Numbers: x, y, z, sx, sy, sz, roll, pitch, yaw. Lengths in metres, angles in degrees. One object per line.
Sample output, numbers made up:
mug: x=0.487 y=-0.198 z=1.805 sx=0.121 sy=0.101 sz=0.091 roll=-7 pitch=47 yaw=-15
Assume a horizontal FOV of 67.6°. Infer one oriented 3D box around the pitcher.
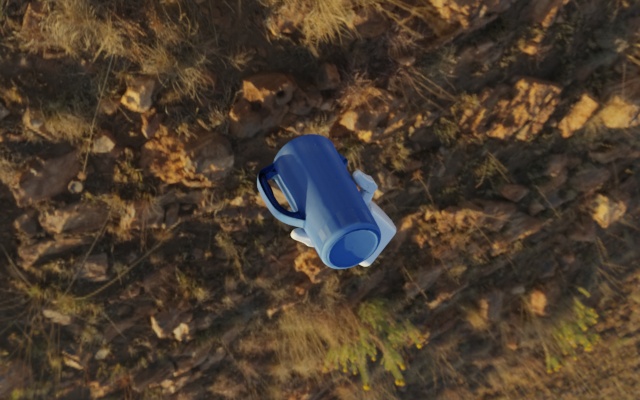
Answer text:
pitcher: x=0.000 y=0.003 z=0.849 sx=0.149 sy=0.242 sz=0.145 roll=-40 pitch=-44 yaw=12
